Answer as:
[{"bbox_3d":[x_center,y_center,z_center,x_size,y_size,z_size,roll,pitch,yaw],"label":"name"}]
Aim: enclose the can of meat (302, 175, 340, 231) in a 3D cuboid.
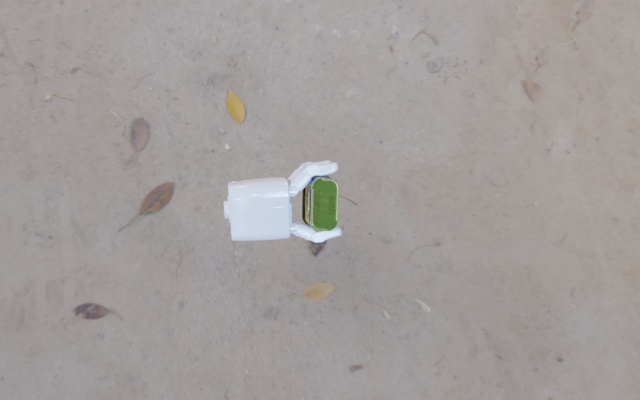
[{"bbox_3d":[0.000,0.003,0.882,0.057,0.102,0.084,0,6,-11],"label":"can of meat"}]
